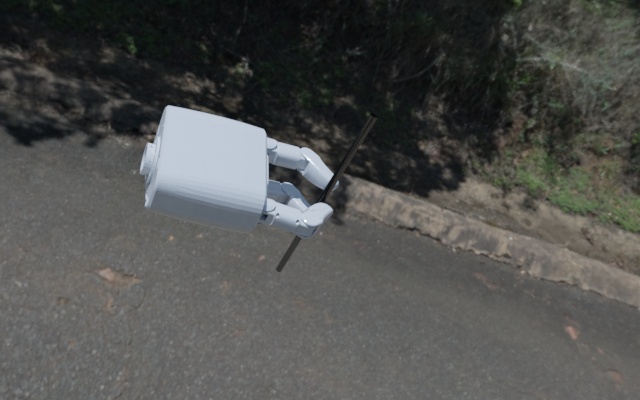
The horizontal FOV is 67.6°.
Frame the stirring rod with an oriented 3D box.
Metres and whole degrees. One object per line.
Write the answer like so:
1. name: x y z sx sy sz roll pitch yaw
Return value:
1. stirring rod: 0.000 0.002 0.539 0.011 0.240 0.011 21 35 -16
